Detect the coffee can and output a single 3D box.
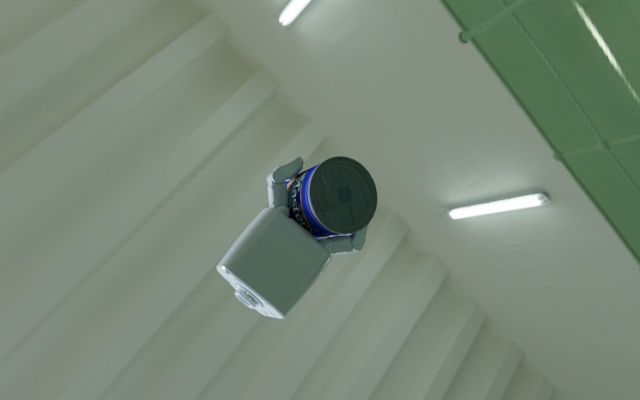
[{"bbox_3d":[0.000,0.002,0.682,0.103,0.103,0.140,0,-8,-27],"label":"coffee can"}]
